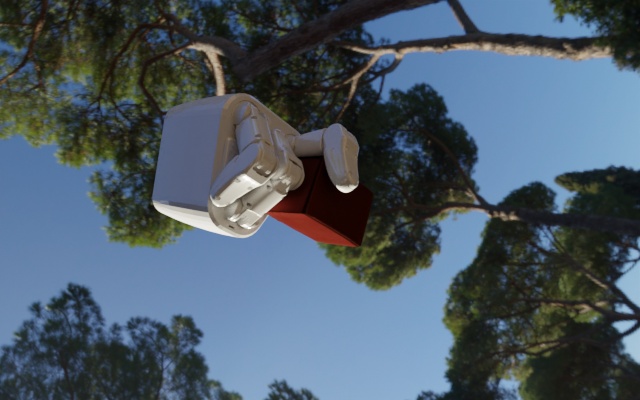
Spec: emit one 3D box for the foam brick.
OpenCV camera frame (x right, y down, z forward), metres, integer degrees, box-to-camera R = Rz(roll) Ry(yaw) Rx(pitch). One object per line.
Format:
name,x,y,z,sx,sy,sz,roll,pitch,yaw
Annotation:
foam brick,0.000,0.002,0.413,0.051,0.053,0.078,1,-24,43
